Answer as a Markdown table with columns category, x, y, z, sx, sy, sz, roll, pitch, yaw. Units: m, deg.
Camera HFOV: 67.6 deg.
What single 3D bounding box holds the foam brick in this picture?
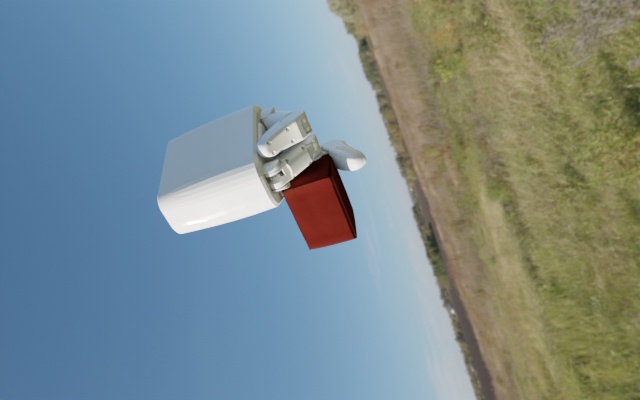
| category | x | y | z | sx | sy | sz | roll | pitch | yaw |
| --- | --- | --- | --- | --- | --- | --- | --- | --- | --- |
| foam brick | 0.000 | 0.002 | 0.488 | 0.051 | 0.078 | 0.053 | -18 | 29 | 10 |
